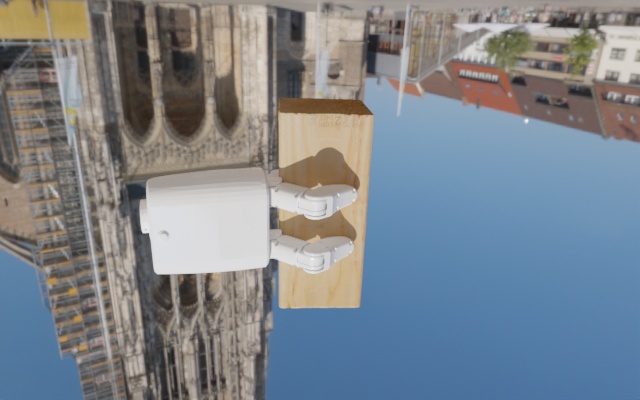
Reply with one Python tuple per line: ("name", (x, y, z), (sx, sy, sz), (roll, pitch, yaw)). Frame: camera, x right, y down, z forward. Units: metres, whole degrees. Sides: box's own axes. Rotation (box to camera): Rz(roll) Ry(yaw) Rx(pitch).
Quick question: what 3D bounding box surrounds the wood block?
("wood block", (0.000, 0.002, 0.509), (0.090, 0.206, 0.090), (0, 21, -5))
